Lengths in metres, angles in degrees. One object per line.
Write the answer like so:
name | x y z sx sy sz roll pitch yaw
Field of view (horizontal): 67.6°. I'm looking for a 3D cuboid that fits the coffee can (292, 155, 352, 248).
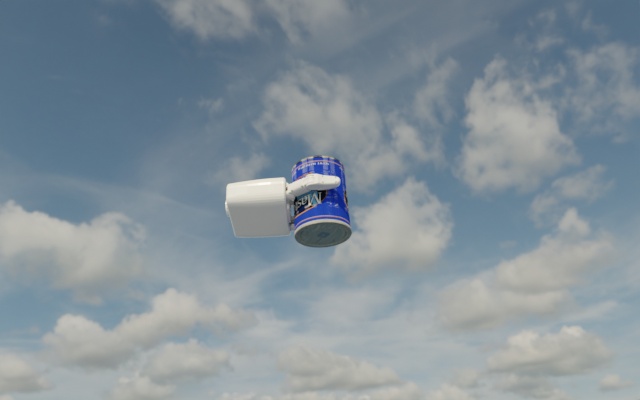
coffee can | 0.000 0.003 0.885 0.103 0.140 0.103 -3 -30 -2
